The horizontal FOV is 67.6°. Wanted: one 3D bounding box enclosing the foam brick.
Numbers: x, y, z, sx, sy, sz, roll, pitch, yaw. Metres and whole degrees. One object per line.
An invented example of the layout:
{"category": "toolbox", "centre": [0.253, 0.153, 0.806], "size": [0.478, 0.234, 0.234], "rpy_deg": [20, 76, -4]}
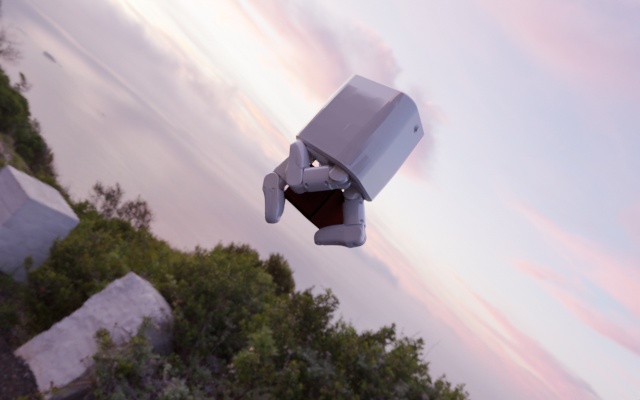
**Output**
{"category": "foam brick", "centre": [0.000, 0.002, 0.579], "size": [0.053, 0.051, 0.078], "rpy_deg": [39, -5, 28]}
